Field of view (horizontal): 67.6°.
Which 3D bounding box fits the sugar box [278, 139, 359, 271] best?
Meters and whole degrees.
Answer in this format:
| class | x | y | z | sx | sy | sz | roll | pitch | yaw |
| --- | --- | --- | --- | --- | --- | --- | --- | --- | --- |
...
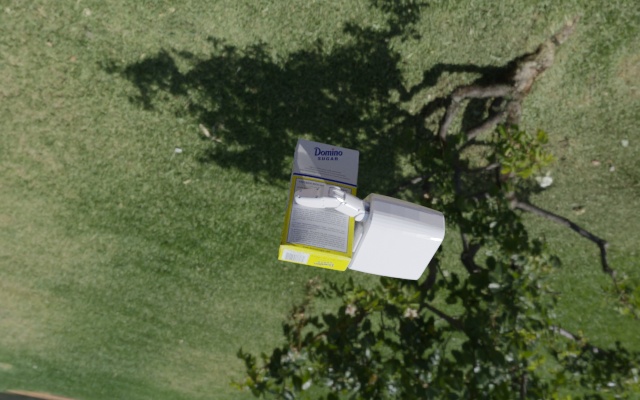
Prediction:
| class | x | y | z | sx | sy | sz | roll | pitch | yaw |
| --- | --- | --- | --- | --- | --- | --- | --- | --- | --- |
| sugar box | 0.000 | 0.003 | 0.658 | 0.093 | 0.176 | 0.048 | 12 | -35 | -7 |
